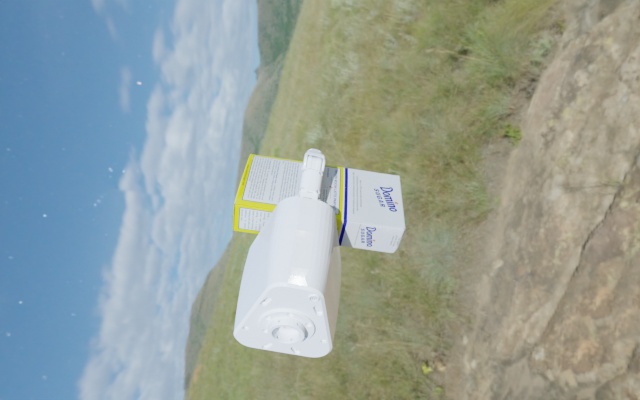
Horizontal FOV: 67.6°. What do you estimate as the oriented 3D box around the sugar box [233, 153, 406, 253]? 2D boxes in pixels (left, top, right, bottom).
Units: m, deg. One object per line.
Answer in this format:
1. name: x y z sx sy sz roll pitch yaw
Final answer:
1. sugar box: 0.000 0.002 0.524 0.176 0.048 0.093 11 41 -4
